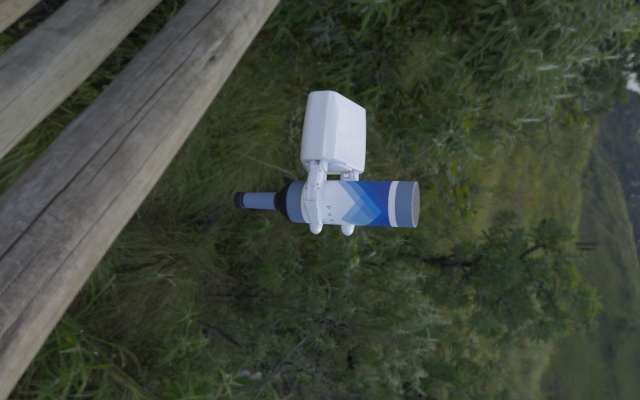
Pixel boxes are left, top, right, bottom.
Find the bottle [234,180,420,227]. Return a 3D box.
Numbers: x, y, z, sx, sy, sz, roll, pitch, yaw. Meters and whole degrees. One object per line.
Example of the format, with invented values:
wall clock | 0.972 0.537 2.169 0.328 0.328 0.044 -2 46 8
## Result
bottle | 0.000 0.003 0.739 0.295 0.069 0.069 1 0 21
